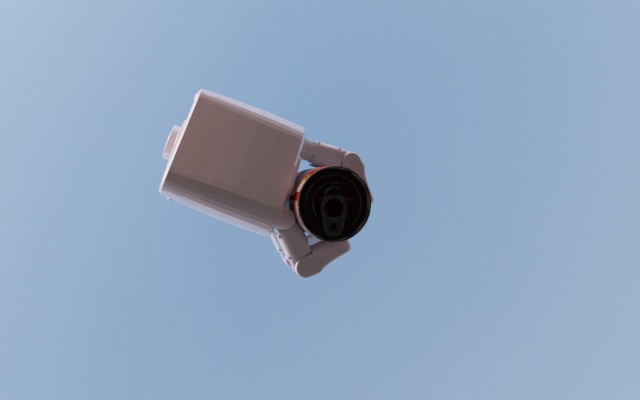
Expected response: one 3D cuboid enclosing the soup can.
[{"bbox_3d":[0.000,0.002,0.469,0.068,0.068,0.102,0,2,-15],"label":"soup can"}]
